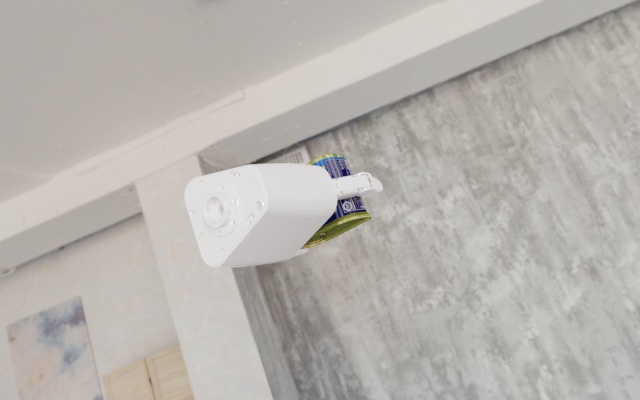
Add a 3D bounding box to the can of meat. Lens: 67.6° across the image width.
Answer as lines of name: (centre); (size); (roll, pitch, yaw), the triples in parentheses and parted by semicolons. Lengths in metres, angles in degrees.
can of meat: (0.000, 0.002, 0.576); (0.102, 0.084, 0.057); (-30, -16, 36)
